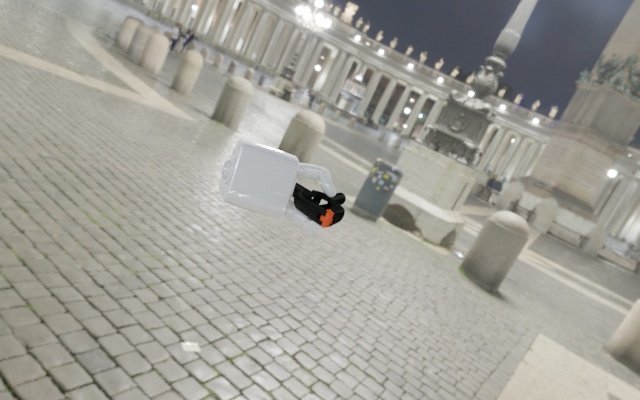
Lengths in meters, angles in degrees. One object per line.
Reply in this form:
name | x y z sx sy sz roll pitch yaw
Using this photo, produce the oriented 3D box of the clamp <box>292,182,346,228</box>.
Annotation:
clamp | 0.000 0.002 0.883 0.164 0.036 0.210 15 14 -23
